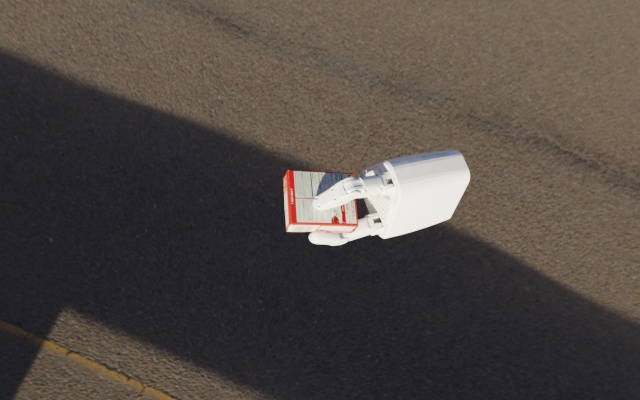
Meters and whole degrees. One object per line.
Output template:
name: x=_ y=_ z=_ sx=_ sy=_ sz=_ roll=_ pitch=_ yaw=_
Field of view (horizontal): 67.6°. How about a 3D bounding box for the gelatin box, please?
gelatin box: x=0.000 y=0.002 z=0.598 sx=0.089 sy=0.073 sz=0.030 roll=2 pitch=-23 yaw=-16
